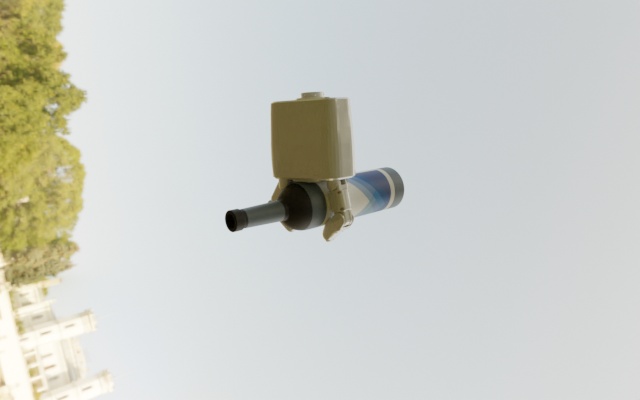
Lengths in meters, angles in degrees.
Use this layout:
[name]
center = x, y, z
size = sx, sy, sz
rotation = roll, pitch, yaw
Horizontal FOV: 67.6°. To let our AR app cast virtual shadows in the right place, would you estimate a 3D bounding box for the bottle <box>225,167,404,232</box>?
[bottle]
center = 0.000, 0.002, 0.673
size = 0.295, 0.069, 0.069
rotation = -12, 8, -41
